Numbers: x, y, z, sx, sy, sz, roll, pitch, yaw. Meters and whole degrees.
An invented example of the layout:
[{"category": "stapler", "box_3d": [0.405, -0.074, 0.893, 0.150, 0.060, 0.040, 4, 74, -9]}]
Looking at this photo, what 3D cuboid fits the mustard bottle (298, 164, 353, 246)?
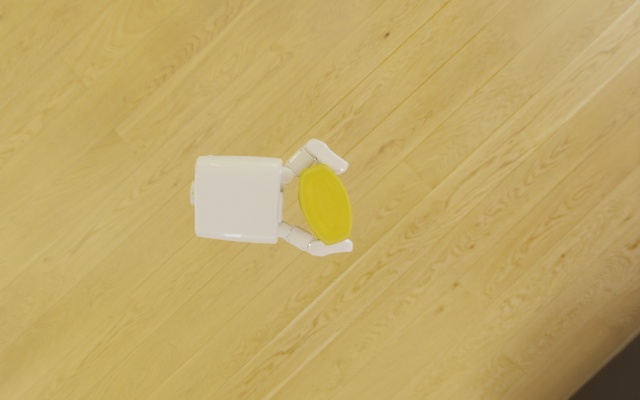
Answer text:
[{"category": "mustard bottle", "box_3d": [0.000, 0.002, 0.649, 0.058, 0.096, 0.191, -21, 3, -3]}]
